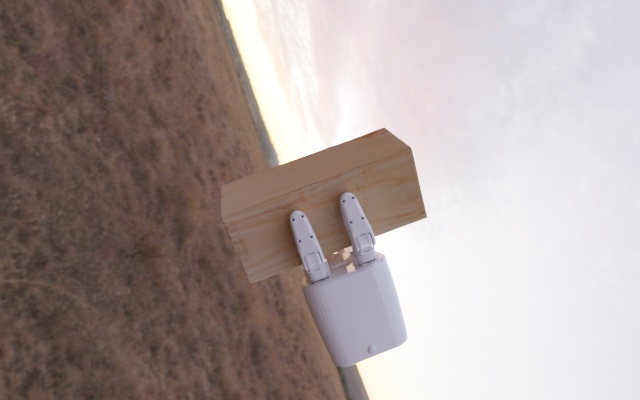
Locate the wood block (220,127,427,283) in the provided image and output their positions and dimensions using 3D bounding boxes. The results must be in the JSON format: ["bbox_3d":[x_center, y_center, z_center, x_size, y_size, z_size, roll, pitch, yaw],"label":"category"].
[{"bbox_3d":[0.000,0.002,0.539,0.206,0.090,0.090,-20,24,-3],"label":"wood block"}]
